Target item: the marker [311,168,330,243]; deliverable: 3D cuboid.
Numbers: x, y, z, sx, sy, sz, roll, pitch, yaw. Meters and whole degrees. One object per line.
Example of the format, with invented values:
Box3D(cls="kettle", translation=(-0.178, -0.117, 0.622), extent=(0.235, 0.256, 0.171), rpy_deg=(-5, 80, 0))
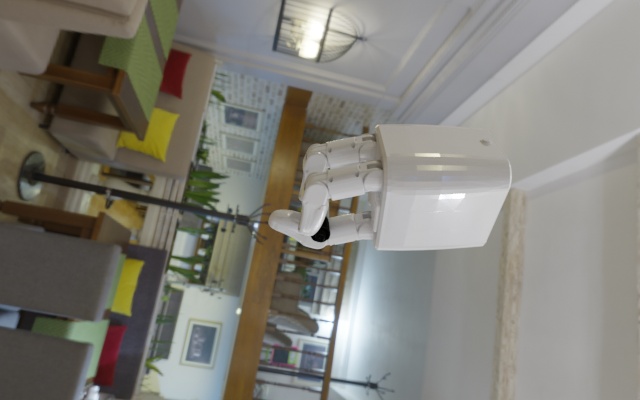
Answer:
Box3D(cls="marker", translation=(0.000, 0.002, 0.484), extent=(0.020, 0.020, 0.121), rpy_deg=(0, 33, 0))
